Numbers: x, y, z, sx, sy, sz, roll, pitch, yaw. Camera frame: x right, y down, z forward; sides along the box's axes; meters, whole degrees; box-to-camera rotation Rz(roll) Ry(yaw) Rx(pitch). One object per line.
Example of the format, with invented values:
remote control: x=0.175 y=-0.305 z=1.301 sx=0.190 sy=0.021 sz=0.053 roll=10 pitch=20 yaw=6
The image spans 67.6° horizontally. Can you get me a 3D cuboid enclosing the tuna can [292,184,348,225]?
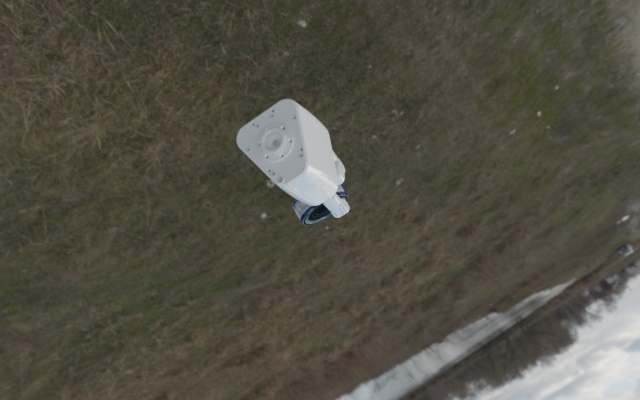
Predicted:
tuna can: x=0.000 y=0.003 z=0.746 sx=0.086 sy=0.033 sz=0.086 roll=-28 pitch=-19 yaw=-10
